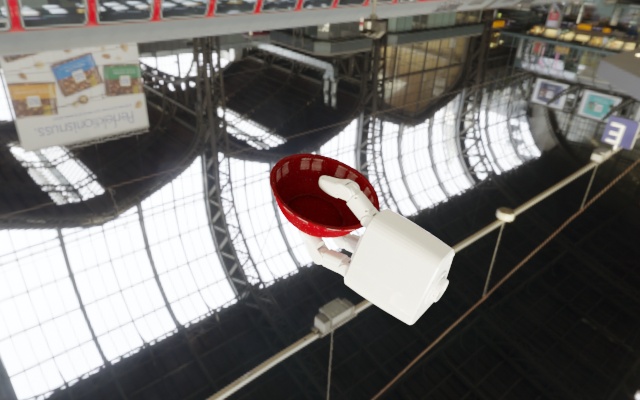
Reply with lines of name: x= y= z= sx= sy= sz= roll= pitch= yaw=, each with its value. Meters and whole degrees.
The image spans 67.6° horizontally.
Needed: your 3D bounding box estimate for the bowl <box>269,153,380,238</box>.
bowl: x=-0.001 y=0.002 z=0.687 sx=0.162 sy=0.055 sz=0.162 roll=13 pitch=40 yaw=-11
